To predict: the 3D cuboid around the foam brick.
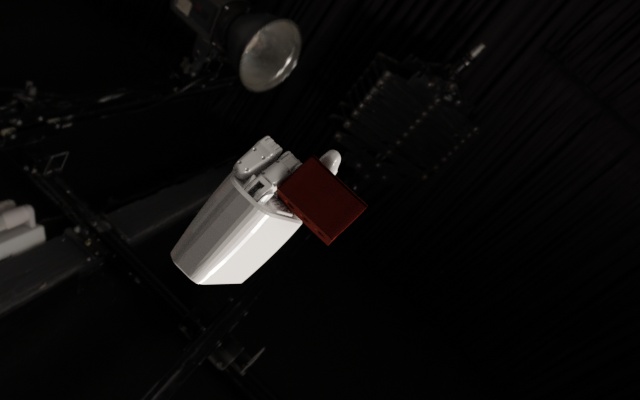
[{"bbox_3d":[0.000,0.002,0.499,0.078,0.051,0.053,43,-13,4],"label":"foam brick"}]
